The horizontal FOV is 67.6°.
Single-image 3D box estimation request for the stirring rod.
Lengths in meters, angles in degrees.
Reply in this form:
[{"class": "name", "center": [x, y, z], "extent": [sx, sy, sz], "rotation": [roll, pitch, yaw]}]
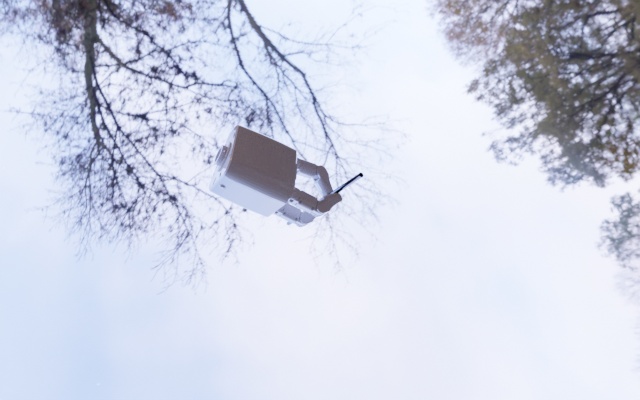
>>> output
[{"class": "stirring rod", "center": [0.000, 0.003, 0.808], "extent": [0.011, 0.011, 0.239], "rotation": [0, -20, -32]}]
